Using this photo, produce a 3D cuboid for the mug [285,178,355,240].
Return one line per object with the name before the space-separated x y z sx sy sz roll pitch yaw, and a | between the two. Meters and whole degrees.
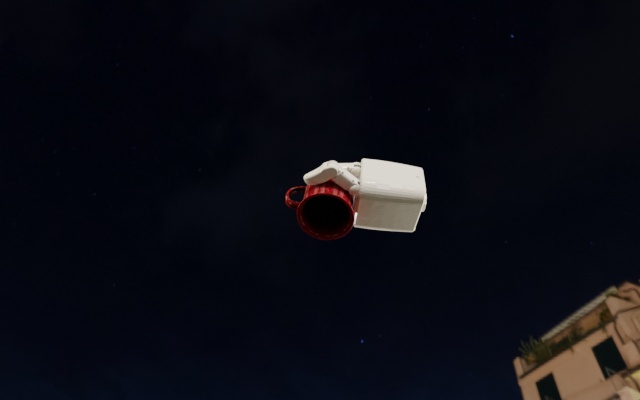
mug | -0.001 0.002 0.793 0.117 0.093 0.081 9 35 1
